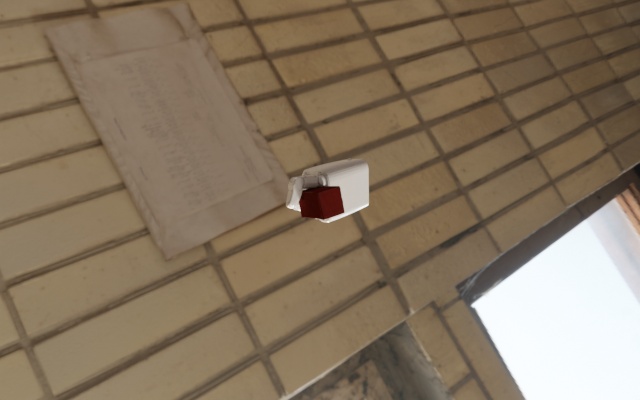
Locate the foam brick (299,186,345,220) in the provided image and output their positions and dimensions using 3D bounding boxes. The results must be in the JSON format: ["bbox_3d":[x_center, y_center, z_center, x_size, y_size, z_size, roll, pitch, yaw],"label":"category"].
[{"bbox_3d":[0.000,0.003,0.890,0.051,0.053,0.078,-16,11,-31],"label":"foam brick"}]
